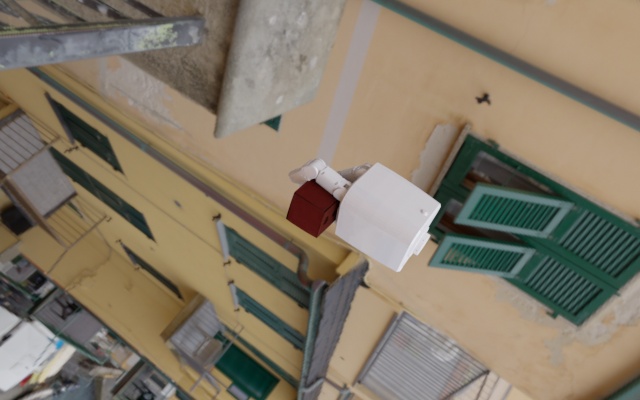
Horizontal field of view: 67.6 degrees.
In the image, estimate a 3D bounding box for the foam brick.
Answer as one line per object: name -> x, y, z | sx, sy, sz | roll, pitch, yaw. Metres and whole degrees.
foam brick -> 0.000, 0.002, 0.647 | 0.051, 0.053, 0.078 | 34, 45, 15
